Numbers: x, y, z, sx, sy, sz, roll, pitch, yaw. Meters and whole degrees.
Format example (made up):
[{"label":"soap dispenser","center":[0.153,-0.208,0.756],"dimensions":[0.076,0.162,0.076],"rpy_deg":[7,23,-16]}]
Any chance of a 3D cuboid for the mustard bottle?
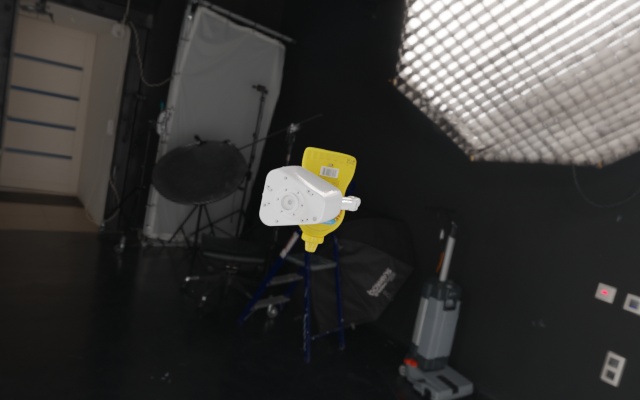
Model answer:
[{"label":"mustard bottle","center":[0.000,0.003,0.891],"dimensions":[0.096,0.191,0.058],"rpy_deg":[11,8,-10]}]
